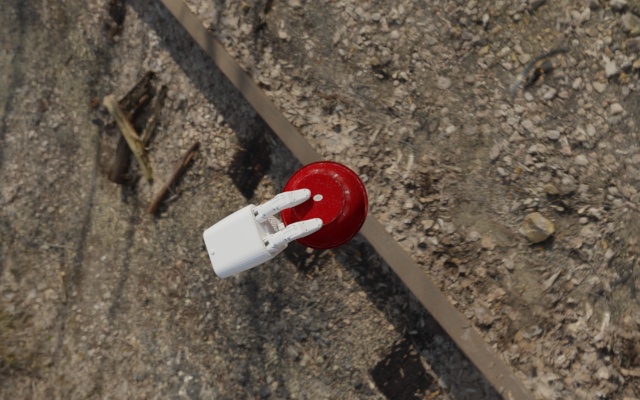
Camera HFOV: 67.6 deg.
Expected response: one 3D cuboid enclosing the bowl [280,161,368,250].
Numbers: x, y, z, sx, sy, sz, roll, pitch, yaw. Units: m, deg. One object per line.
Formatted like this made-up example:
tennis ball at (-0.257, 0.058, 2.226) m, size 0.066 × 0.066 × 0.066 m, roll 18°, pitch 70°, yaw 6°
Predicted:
bowl at (0.001, 0.002, 0.826) m, size 0.162 × 0.162 × 0.055 m, roll 0°, pitch -11°, yaw 11°
